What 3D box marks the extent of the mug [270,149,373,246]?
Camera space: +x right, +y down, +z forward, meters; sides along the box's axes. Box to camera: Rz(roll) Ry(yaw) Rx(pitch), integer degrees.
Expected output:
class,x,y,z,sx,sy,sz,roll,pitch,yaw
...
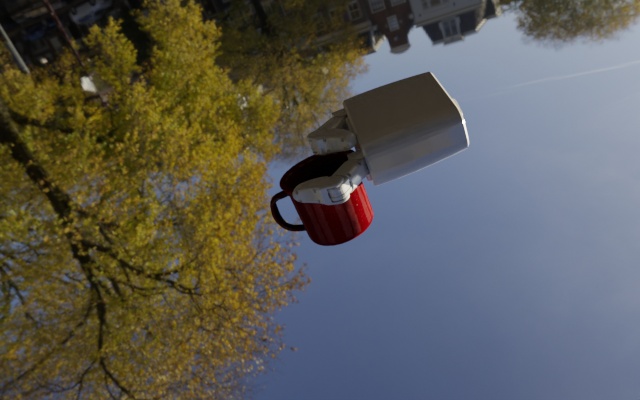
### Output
class,x,y,z,sx,sy,sz,roll,pitch,yaw
mug,-0.001,0.002,0.549,0.117,0.081,0.093,-20,26,7
